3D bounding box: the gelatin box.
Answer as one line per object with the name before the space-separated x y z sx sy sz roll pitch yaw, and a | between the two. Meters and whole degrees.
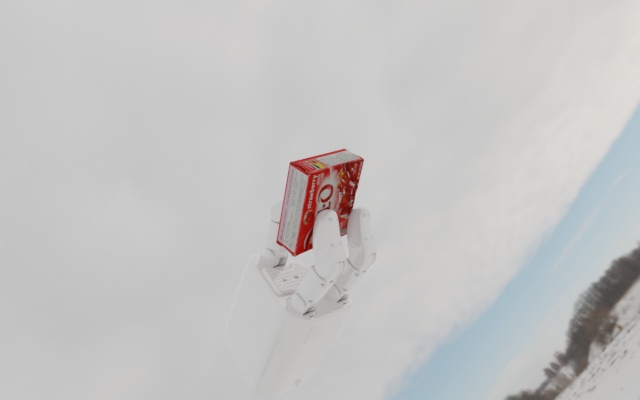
gelatin box | 0.000 0.001 0.448 0.030 0.089 0.073 32 35 34
